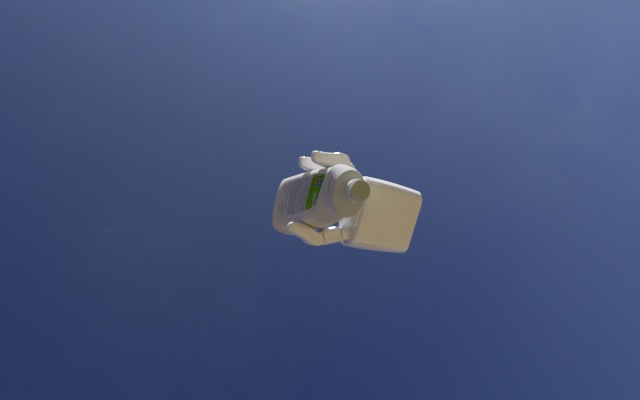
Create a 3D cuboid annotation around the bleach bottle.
[{"bbox_3d":[0.000,0.002,0.734,0.068,0.102,0.251,13,-8,-23],"label":"bleach bottle"}]
